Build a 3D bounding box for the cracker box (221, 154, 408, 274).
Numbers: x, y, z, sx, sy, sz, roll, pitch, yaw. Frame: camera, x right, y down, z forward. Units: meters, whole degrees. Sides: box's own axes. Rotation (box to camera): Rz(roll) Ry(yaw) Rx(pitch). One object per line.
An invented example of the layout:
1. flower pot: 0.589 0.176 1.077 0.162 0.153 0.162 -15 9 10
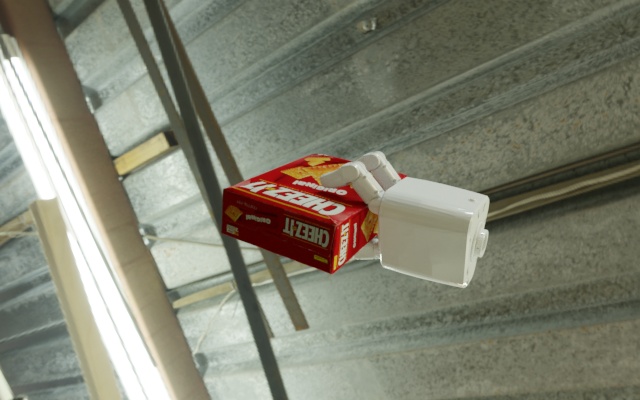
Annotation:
1. cracker box: 0.000 0.002 0.639 0.164 0.072 0.213 16 24 27
